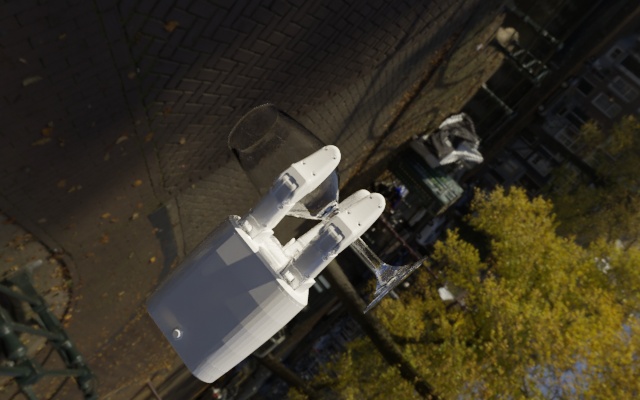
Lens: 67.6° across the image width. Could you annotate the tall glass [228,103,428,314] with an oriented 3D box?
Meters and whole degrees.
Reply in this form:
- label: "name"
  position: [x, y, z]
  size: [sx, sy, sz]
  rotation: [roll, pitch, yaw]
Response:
- label: "tall glass"
  position: [0.001, 0.002, 0.434]
  size: [0.079, 0.201, 0.079]
  rotation: [-39, -15, -12]
